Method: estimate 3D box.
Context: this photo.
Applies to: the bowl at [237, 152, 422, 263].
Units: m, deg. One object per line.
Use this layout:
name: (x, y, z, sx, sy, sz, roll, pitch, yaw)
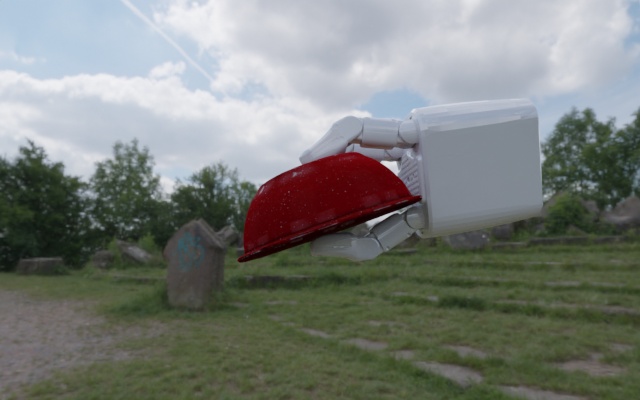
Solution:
bowl: (-0.001, 0.001, 0.402, 0.162, 0.055, 0.162, -19, -6, -2)
